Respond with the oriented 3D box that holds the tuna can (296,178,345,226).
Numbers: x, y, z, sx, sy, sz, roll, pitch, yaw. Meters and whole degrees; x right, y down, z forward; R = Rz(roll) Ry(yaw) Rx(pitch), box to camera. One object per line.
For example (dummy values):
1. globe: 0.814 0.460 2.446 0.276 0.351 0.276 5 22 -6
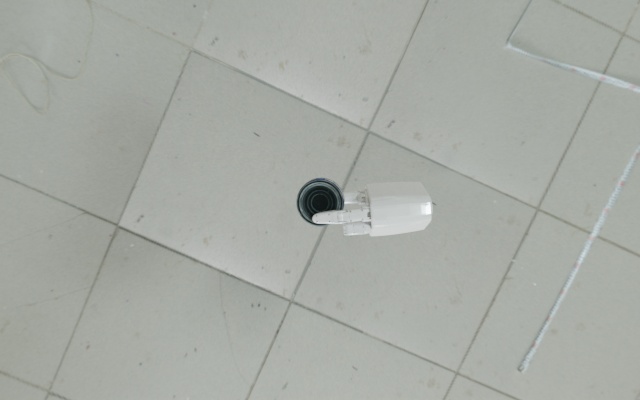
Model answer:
1. tuna can: 0.000 0.003 0.853 0.086 0.086 0.033 0 6 4
